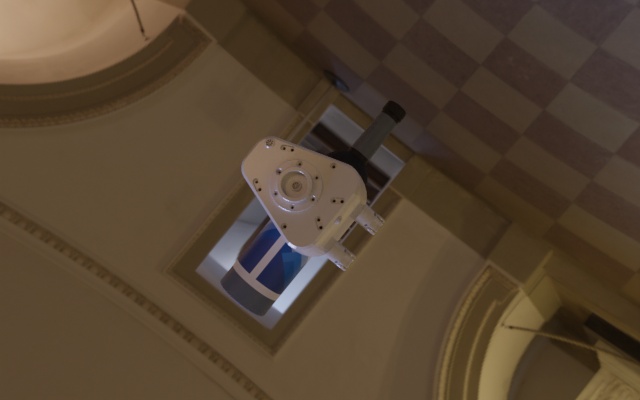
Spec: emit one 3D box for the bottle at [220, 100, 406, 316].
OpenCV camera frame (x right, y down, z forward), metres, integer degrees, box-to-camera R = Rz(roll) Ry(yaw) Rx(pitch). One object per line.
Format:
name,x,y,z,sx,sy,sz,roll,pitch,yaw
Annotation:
bottle,0.000,0.002,0.571,0.069,0.295,0.069,39,-2,2
